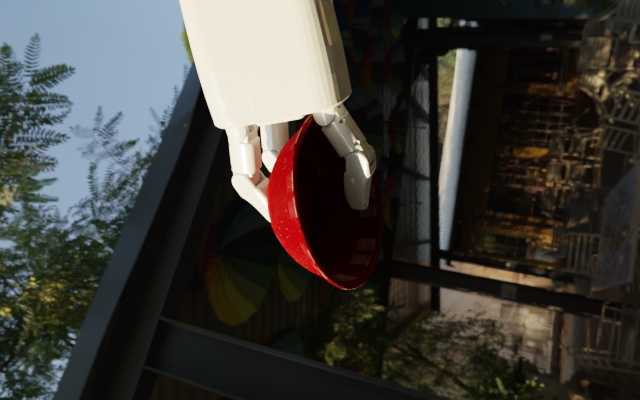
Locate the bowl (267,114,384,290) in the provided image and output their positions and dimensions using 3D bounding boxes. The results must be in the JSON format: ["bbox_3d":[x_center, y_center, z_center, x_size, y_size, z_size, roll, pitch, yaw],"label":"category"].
[{"bbox_3d":[0.000,0.003,0.440,0.055,0.162,0.162,-10,-5,31],"label":"bowl"}]
